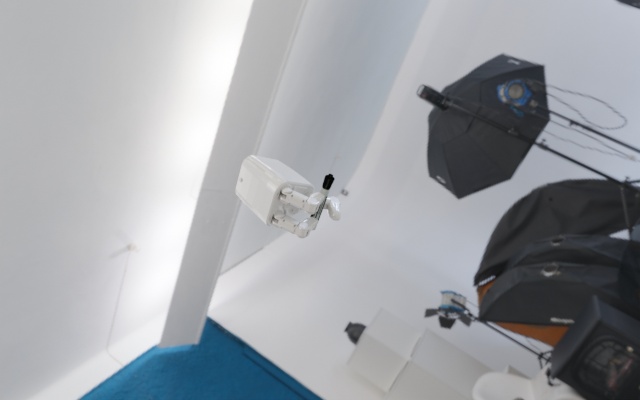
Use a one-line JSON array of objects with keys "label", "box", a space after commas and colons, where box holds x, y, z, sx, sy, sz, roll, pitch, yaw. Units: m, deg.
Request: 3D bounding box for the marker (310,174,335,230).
[{"label": "marker", "box": [0.000, 0.003, 0.893, 0.020, 0.121, 0.020, 15, 29, -9]}]
